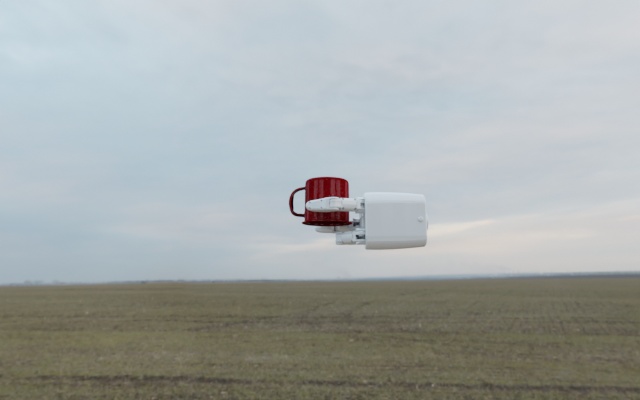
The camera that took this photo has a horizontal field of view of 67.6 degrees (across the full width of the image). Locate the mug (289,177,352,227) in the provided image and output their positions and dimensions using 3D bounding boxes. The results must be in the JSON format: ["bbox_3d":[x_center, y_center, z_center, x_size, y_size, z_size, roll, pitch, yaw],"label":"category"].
[{"bbox_3d":[-0.001,0.003,0.881,0.117,0.081,0.093,0,-9,0],"label":"mug"}]
